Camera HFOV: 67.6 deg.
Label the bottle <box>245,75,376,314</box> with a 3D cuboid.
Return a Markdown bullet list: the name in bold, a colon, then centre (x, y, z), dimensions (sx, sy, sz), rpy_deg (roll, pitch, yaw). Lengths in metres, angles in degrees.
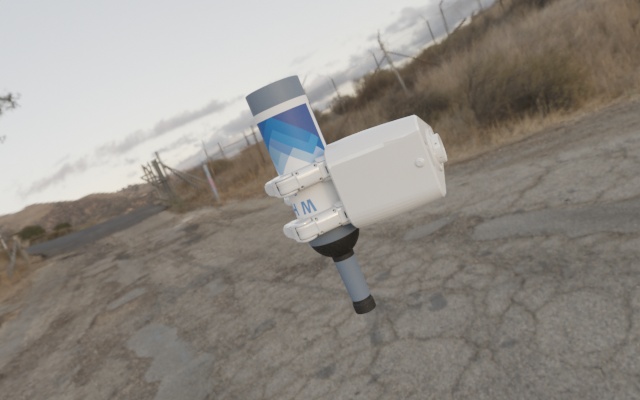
- **bottle**: centre (0.000, 0.002, 0.575), dimensions (0.069, 0.296, 0.069), rpy_deg (-23, 9, 4)
